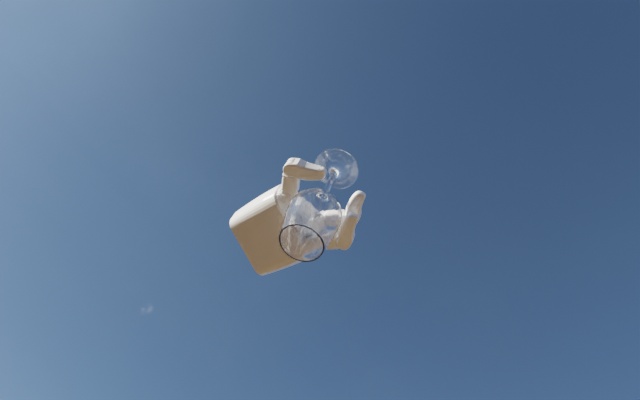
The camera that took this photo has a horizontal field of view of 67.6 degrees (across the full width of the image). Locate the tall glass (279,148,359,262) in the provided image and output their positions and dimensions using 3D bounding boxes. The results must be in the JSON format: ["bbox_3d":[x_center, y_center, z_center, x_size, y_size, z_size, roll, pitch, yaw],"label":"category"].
[{"bbox_3d":[0.000,0.002,0.695,0.079,0.079,0.201,0,32,17],"label":"tall glass"}]
